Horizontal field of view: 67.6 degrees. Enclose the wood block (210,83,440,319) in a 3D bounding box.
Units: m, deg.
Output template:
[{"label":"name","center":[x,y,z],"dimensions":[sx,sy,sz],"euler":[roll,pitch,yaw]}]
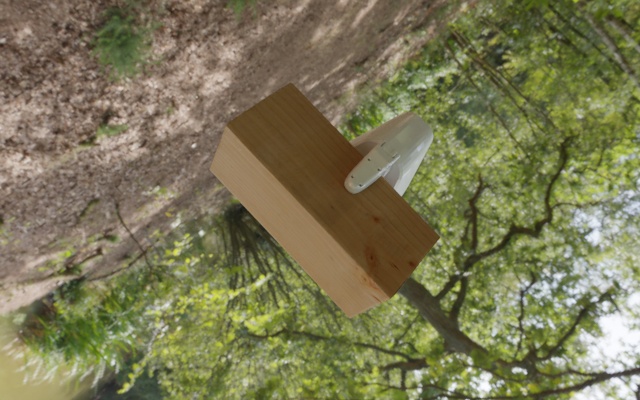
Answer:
[{"label":"wood block","center":[0.001,0.001,0.465],"dimensions":[0.090,0.206,0.091],"euler":[-42,-3,-34]}]
